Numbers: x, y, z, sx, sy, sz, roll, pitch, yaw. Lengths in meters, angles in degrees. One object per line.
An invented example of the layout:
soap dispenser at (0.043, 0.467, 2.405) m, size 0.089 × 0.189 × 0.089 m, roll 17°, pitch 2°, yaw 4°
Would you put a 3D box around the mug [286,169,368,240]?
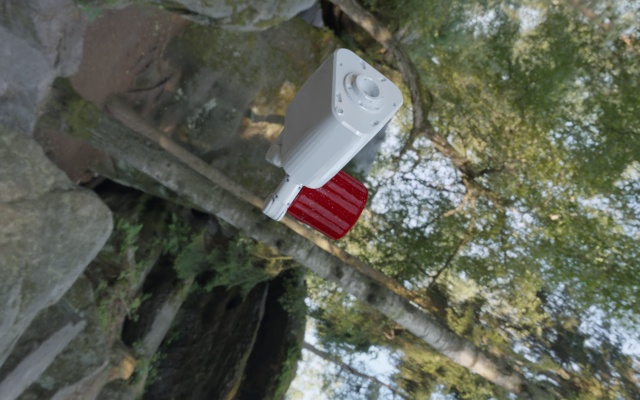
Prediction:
mug at (0.000, 0.003, 0.612) m, size 0.081 × 0.093 × 0.117 m, roll 32°, pitch -39°, yaw -14°
